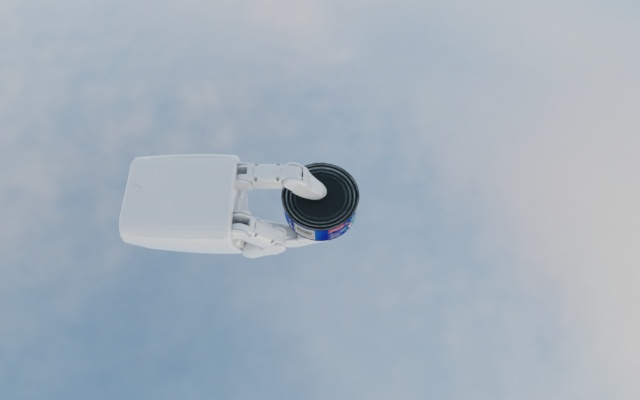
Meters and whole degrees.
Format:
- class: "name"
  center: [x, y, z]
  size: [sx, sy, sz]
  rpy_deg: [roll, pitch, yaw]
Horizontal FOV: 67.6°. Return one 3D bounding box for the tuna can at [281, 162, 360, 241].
- class: "tuna can"
  center: [0.000, 0.002, 0.537]
  size: [0.086, 0.086, 0.034]
  rpy_deg: [0, -30, 1]
